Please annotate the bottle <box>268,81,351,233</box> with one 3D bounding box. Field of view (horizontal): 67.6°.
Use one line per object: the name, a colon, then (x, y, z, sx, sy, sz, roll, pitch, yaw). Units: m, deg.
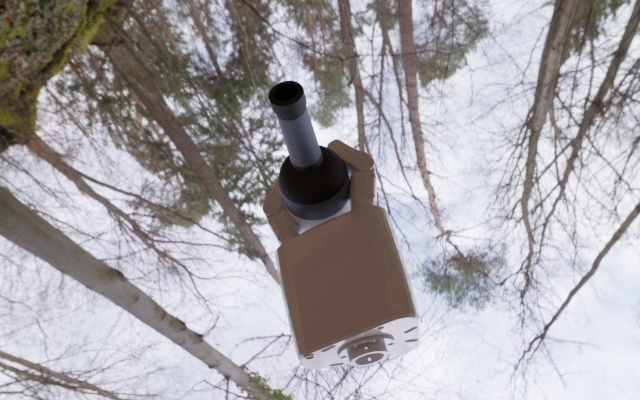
bottle: (0.000, 0.002, 0.477, 0.069, 0.069, 0.296, 0, -34, 12)
